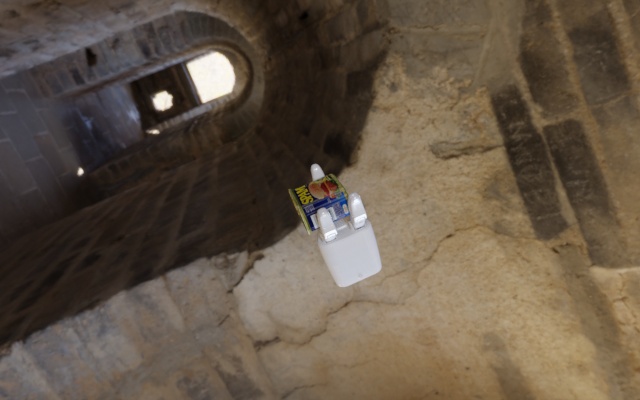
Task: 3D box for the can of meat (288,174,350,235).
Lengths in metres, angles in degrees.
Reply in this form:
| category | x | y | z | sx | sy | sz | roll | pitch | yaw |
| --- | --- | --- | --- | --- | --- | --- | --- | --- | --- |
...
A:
| category | x | y | z | sx | sy | sz | roll | pitch | yaw |
| --- | --- | --- | --- | --- | --- | --- | --- | --- | --- |
| can of meat | 0.000 | 0.002 | 0.813 | 0.084 | 0.057 | 0.102 | -23 | 27 | -5 |
